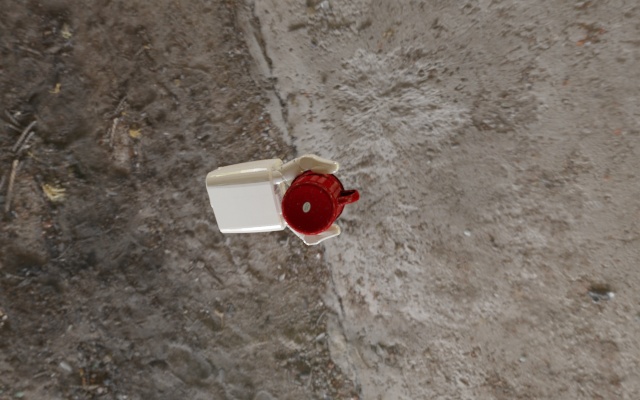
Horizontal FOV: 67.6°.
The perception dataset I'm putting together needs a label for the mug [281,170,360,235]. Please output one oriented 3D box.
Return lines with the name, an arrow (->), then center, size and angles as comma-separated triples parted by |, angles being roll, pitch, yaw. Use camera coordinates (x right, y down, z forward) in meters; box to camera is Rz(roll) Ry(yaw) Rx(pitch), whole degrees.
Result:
mug -> 0.002, 0.002, 0.712 | 0.117, 0.093, 0.081 | -6, 11, 10
